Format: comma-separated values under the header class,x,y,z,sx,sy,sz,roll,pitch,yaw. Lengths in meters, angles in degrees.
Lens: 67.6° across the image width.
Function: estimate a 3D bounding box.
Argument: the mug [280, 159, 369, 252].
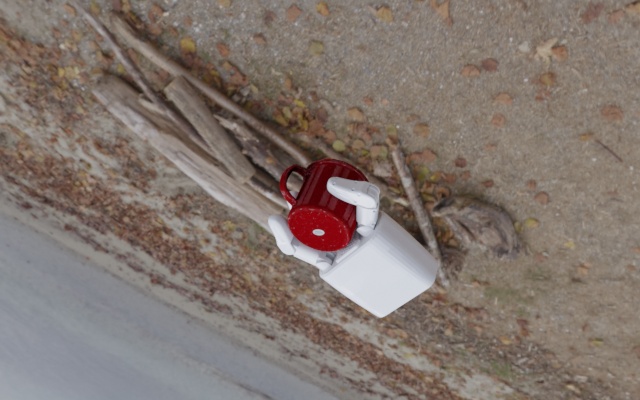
class,x,y,z,sx,sy,sz,roll,pitch,yaw
mug,-0.001,0.001,0.590,0.117,0.081,0.093,38,-43,-16
